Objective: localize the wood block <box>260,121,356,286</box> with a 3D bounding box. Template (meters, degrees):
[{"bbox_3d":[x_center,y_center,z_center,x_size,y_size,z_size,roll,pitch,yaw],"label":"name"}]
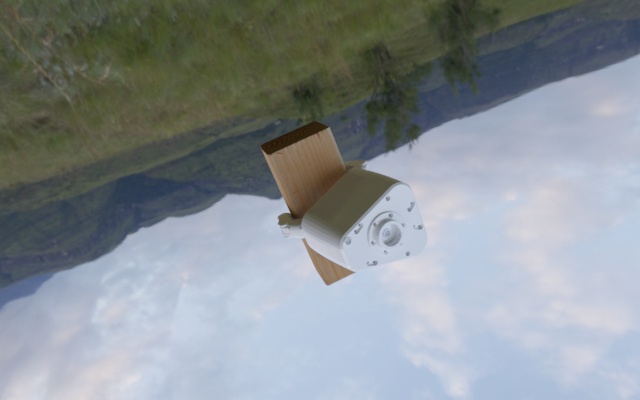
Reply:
[{"bbox_3d":[0.000,0.003,0.682,0.091,0.206,0.090,-25,19,-7],"label":"wood block"}]
